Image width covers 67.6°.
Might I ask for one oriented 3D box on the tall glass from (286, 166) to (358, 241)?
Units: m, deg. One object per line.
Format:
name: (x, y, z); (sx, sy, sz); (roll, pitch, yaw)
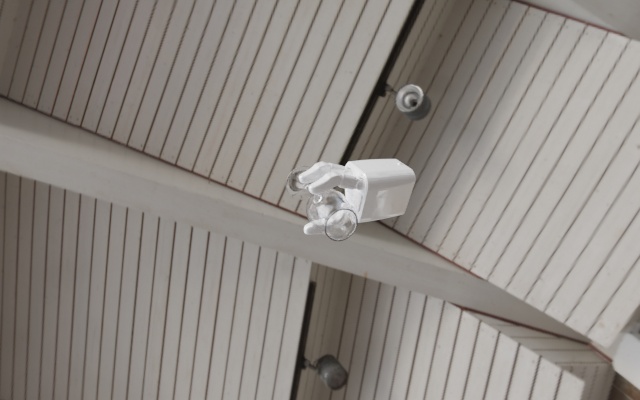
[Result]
tall glass: (0.000, 0.003, 0.896); (0.079, 0.079, 0.201); (0, 23, -23)
